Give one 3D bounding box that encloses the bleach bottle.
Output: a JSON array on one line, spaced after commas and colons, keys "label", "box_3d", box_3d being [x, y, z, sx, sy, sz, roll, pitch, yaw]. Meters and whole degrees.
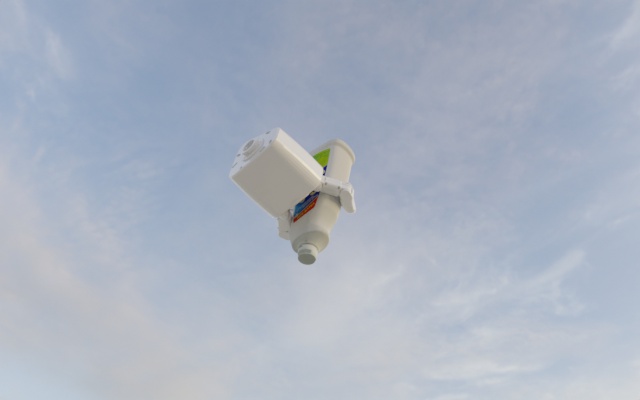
[{"label": "bleach bottle", "box_3d": [0.000, 0.003, 0.827, 0.102, 0.250, 0.068, -27, -57, 30]}]
